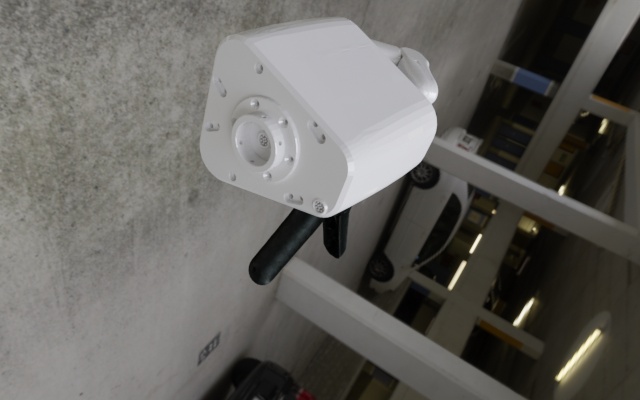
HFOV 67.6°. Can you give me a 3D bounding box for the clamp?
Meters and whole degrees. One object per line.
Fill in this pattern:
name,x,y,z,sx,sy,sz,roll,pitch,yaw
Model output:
clamp,0.001,0.002,0.406,0.039,0.172,0.120,34,37,25
